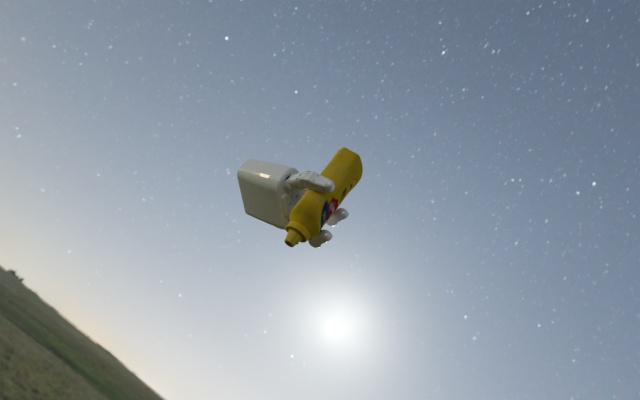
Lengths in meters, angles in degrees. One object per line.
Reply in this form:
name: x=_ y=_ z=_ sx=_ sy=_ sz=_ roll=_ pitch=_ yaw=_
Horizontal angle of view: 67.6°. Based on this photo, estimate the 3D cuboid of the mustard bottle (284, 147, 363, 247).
mustard bottle: x=0.001 y=0.003 z=0.806 sx=0.058 sy=0.191 sz=0.096 roll=31 pitch=-29 yaw=13
